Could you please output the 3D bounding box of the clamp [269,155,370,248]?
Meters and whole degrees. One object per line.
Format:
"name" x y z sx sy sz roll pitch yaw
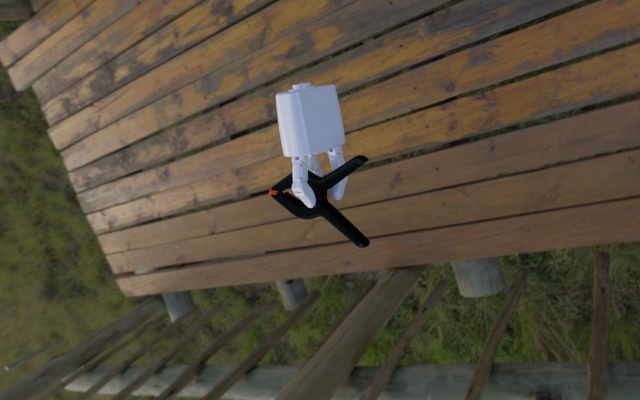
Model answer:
"clamp" -0.001 0.003 0.861 0.210 0.164 0.036 1 16 33
